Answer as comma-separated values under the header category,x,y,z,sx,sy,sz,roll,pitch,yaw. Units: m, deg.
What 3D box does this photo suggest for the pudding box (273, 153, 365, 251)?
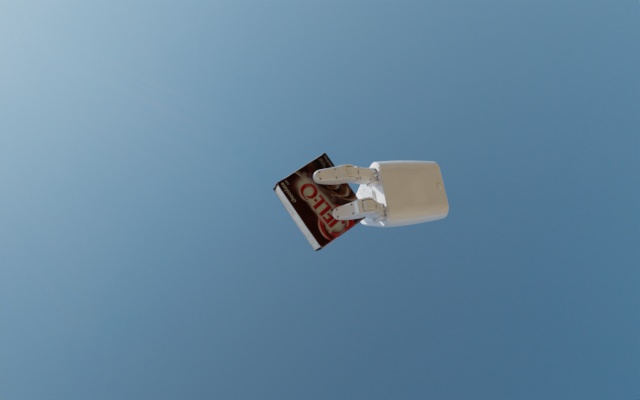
category,x,y,z,sx,sy,sz,roll,pitch,yaw
pudding box,0.000,0.002,0.687,0.090,0.113,0.039,-34,-5,-24
